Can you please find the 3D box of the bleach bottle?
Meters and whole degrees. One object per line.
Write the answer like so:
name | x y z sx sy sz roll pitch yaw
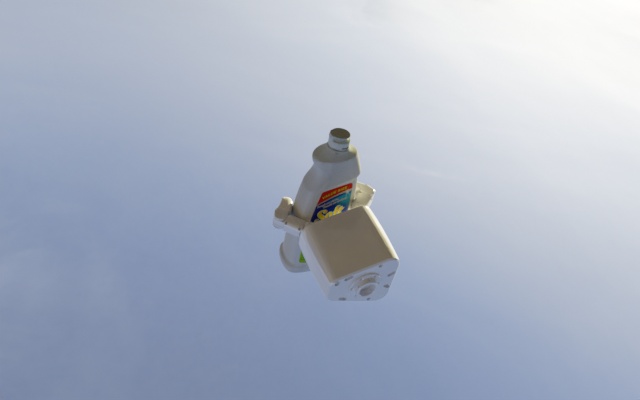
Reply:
bleach bottle | 0.000 0.002 0.733 0.102 0.251 0.068 -7 44 -21
